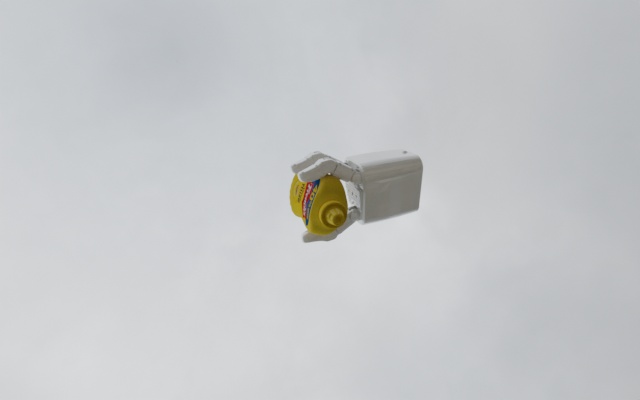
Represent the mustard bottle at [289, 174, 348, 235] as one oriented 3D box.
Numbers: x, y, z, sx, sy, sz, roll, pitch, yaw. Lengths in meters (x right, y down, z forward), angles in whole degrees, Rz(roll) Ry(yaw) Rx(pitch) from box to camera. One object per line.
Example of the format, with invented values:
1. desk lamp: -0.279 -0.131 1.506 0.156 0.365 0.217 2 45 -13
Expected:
1. mustard bottle: 0.000 0.002 0.761 0.058 0.096 0.191 14 11 -20
